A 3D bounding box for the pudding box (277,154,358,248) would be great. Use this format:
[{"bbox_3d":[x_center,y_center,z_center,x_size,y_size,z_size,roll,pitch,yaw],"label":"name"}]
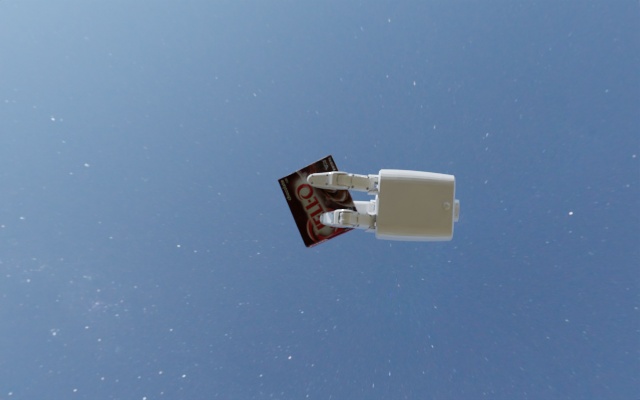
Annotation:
[{"bbox_3d":[0.000,0.002,0.708,0.090,0.113,0.039,-25,-12,6],"label":"pudding box"}]
